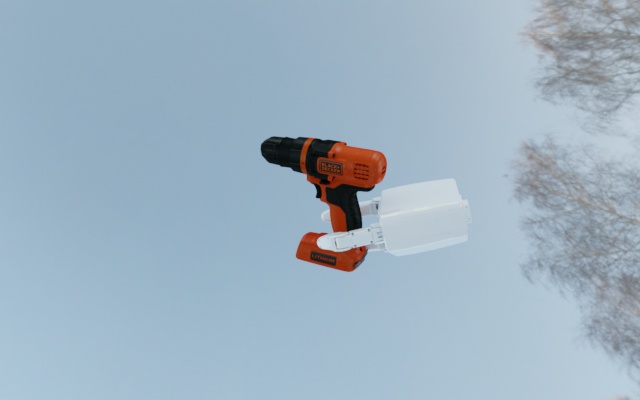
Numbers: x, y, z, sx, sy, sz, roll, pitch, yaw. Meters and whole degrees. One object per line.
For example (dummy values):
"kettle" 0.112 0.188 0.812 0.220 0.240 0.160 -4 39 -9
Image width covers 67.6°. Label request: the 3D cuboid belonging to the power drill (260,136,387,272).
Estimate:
"power drill" 0.000 0.003 0.683 0.184 0.188 0.057 13 32 24
